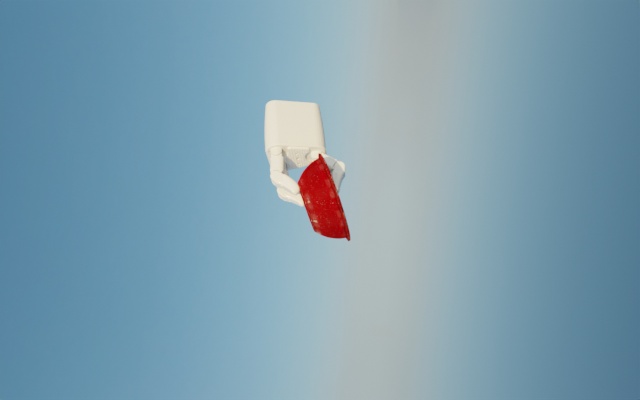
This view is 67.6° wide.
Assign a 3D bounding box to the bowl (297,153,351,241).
[{"bbox_3d":[0.000,0.004,0.829,0.055,0.162,0.162,-19,1,-4],"label":"bowl"}]
